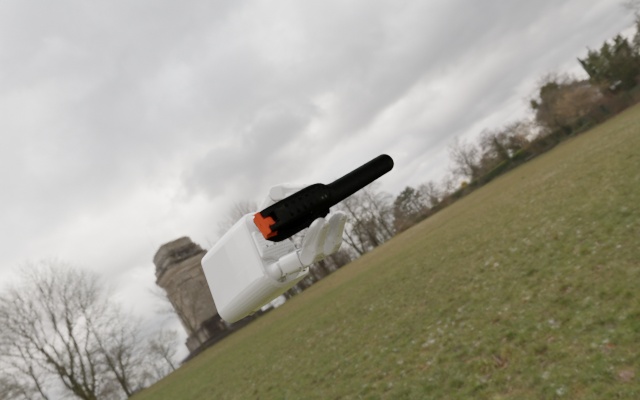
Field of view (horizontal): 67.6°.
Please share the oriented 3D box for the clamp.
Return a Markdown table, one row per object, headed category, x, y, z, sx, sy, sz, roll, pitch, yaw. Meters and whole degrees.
| category | x | y | z | sx | sy | sz | roll | pitch | yaw |
| --- | --- | --- | --- | --- | --- | --- | --- | --- | --- |
| clamp | -0.001 | 0.001 | 0.583 | 0.164 | 0.036 | 0.210 | -42 | -13 | 25 |
